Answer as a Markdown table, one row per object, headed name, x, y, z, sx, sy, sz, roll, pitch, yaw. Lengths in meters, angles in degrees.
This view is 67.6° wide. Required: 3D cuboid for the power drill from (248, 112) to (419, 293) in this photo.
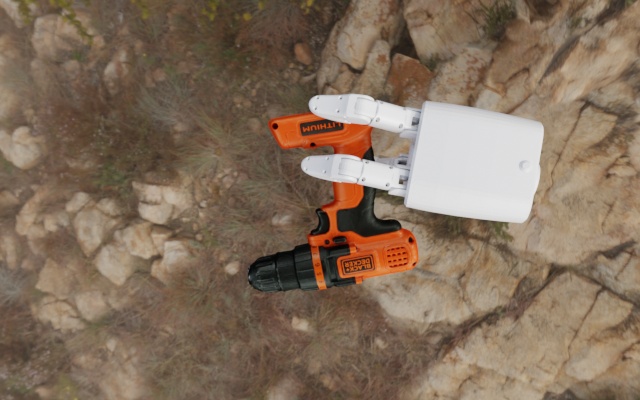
| name | x | y | z | sx | sy | sz | roll | pitch | yaw |
| --- | --- | --- | --- | --- | --- | --- | --- | --- | --- |
| power drill | 0.000 | 0.001 | 0.499 | 0.184 | 0.188 | 0.057 | -11 | 13 | 1 |
